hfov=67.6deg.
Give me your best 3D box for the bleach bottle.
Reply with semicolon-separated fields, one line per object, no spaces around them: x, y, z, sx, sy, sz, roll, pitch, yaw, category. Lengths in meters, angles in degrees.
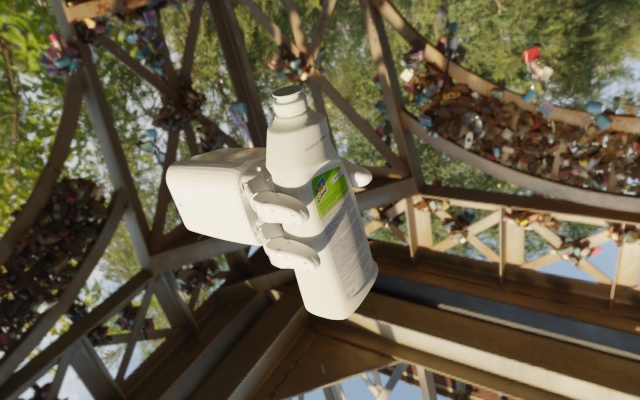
0.000;0.002;0.498;0.068;0.251;0.102;7;36;30;bleach bottle
